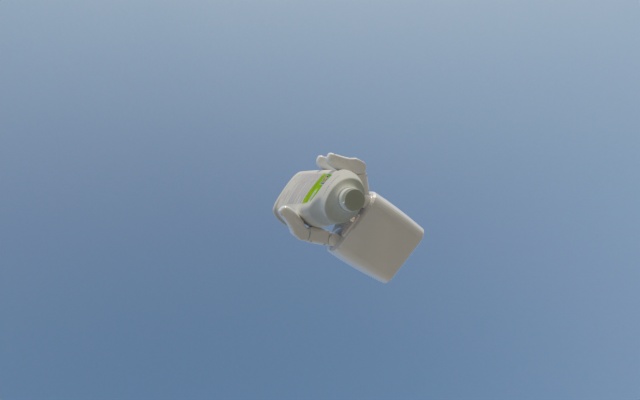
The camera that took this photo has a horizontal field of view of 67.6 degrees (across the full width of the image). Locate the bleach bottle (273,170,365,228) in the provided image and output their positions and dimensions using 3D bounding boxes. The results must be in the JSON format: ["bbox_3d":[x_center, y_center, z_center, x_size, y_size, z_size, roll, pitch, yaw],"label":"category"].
[{"bbox_3d":[0.000,0.002,0.720,0.068,0.102,0.251,34,-8,-16],"label":"bleach bottle"}]
